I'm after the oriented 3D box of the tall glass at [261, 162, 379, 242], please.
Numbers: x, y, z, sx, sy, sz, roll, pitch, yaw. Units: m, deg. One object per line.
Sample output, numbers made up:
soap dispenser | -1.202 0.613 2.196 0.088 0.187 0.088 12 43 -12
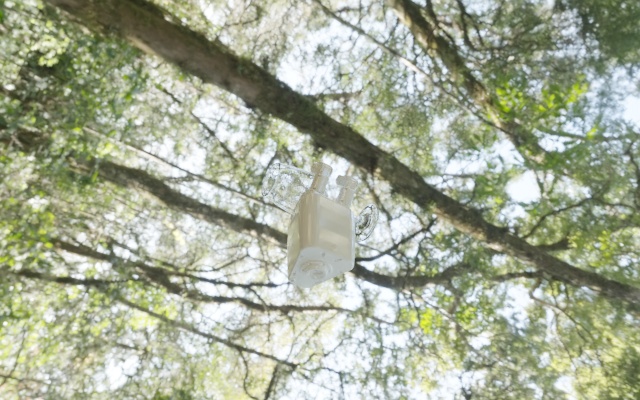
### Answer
tall glass | 0.001 0.003 0.827 0.201 0.079 0.079 25 -10 -23
